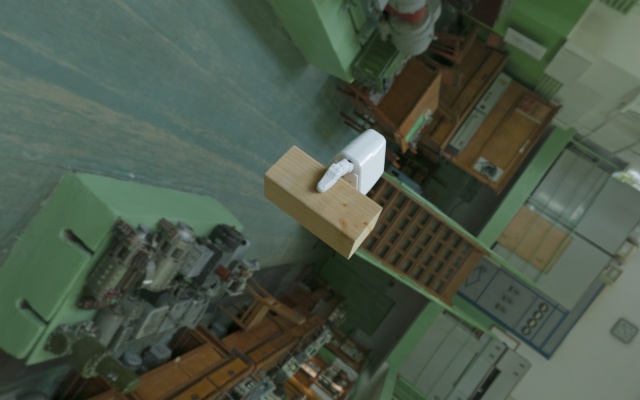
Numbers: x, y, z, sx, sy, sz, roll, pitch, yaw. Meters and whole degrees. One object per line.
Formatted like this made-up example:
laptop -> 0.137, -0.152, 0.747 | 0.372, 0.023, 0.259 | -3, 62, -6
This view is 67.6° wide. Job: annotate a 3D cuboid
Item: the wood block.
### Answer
wood block -> 0.001, 0.003, 0.897 | 0.206, 0.090, 0.091 | 36, -27, 13
